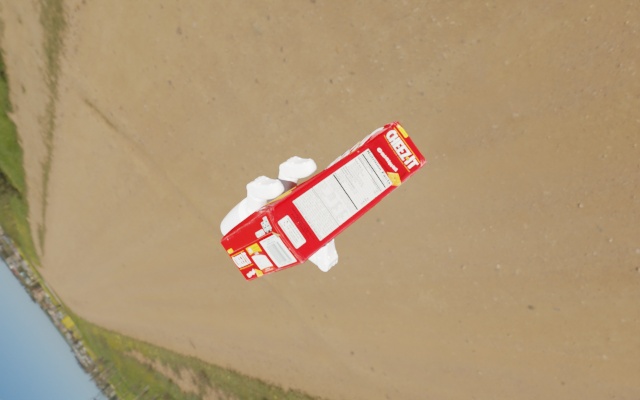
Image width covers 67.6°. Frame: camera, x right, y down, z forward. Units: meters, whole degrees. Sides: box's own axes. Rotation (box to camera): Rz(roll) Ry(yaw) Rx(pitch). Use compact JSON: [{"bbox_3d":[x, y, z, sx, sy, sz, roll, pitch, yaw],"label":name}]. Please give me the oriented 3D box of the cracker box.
[{"bbox_3d":[0.000,0.002,0.579,0.213,0.072,0.164,-37,4,-31],"label":"cracker box"}]
